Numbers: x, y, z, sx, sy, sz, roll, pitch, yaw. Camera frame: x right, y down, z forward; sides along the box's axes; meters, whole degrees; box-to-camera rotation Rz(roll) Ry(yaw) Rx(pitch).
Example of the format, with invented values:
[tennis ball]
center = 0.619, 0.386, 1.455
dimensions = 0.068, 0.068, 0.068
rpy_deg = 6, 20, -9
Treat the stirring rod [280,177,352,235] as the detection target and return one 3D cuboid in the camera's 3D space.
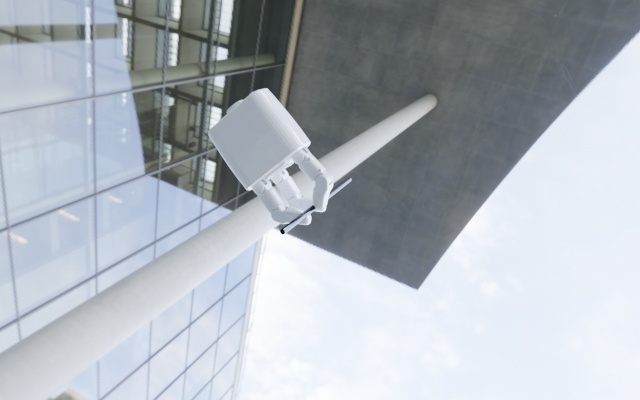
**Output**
[stirring rod]
center = 0.000, 0.002, 0.730
dimensions = 0.011, 0.011, 0.239
rpy_deg = 0, 19, 26
